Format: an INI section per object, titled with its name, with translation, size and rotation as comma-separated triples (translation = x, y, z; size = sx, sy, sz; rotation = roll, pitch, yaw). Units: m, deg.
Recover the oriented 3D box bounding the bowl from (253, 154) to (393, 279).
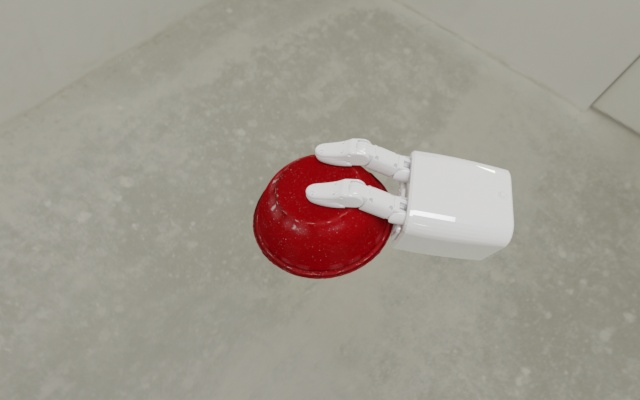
[bowl]
translation = -0.001, 0.002, 0.524
size = 0.162, 0.162, 0.055
rotation = 0, -35, 7
